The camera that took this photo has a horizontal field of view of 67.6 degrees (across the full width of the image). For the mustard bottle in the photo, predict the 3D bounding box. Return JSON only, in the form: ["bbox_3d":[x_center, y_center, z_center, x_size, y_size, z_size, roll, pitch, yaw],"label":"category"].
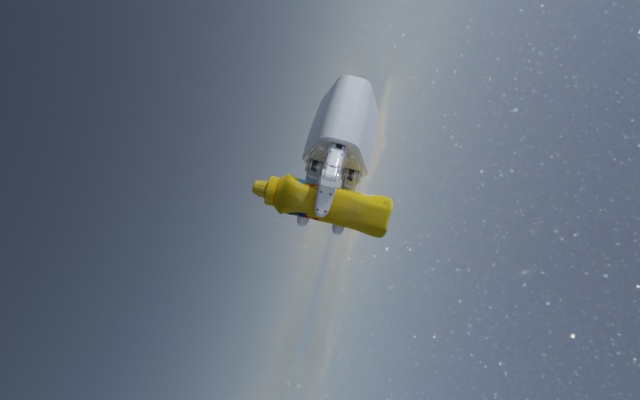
[{"bbox_3d":[0.000,0.003,0.663,0.191,0.058,0.096,14,4,2],"label":"mustard bottle"}]
